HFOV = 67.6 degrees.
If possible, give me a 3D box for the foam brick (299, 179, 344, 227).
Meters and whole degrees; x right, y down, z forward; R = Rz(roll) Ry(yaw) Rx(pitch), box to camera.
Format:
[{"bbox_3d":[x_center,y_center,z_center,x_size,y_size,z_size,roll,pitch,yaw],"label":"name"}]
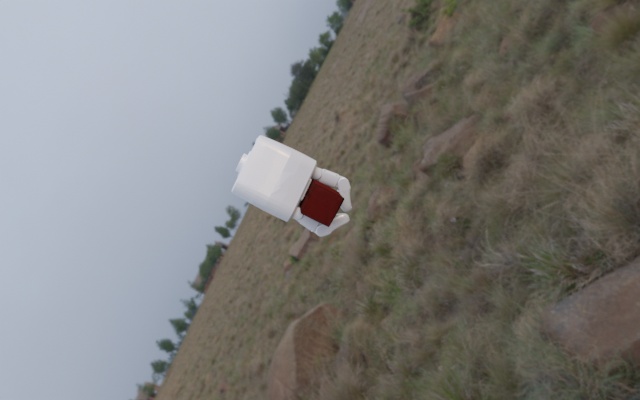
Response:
[{"bbox_3d":[0.000,0.003,0.767,0.051,0.053,0.078,27,5,-8],"label":"foam brick"}]
